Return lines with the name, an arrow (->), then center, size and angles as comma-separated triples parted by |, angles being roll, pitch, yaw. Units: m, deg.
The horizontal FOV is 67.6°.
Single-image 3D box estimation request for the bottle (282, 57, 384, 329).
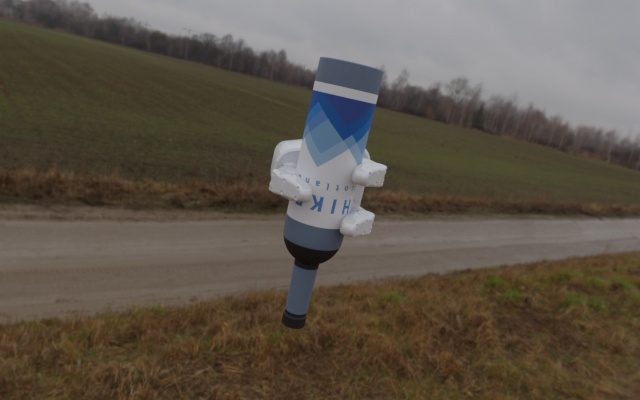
bottle -> 0.000, 0.001, 0.517 | 0.069, 0.296, 0.069 | 12, 13, -3
